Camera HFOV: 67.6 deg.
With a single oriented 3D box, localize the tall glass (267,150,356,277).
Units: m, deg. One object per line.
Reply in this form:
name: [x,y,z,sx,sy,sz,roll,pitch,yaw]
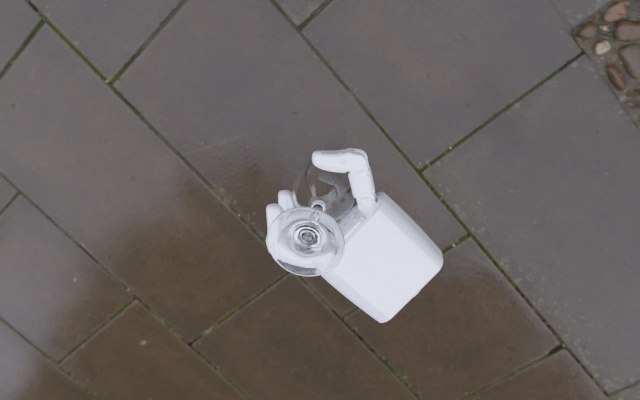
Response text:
tall glass: [0.000,0.002,0.539,0.079,0.079,0.201,0,23,9]
